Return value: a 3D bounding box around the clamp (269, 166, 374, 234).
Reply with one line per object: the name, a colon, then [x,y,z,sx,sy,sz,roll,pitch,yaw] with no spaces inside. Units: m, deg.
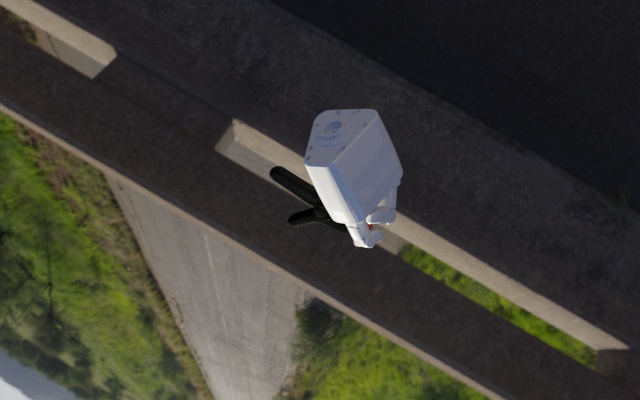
clamp: [0.000,0.003,0.706,0.171,0.039,0.120,5,-38,34]
